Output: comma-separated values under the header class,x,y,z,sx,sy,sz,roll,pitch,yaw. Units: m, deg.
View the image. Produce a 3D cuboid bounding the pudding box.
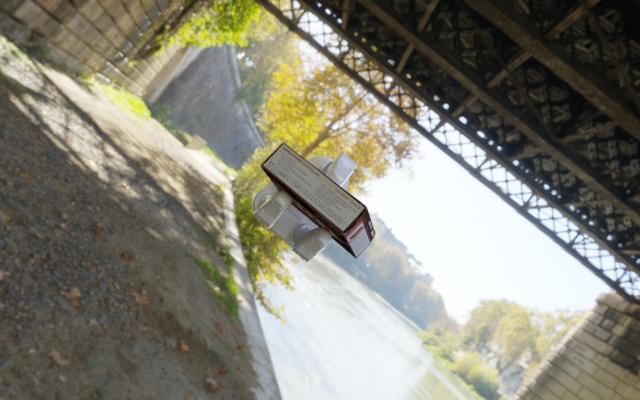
class,x,y,z,sx,sy,sz,roll,pitch,yaw
pudding box,0.000,0.001,0.481,0.113,0.039,0.090,37,-8,21
